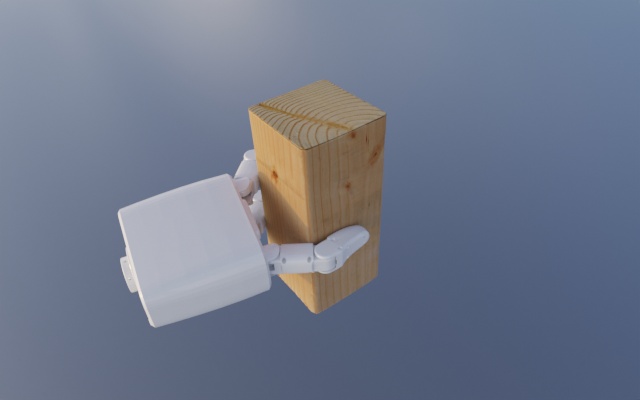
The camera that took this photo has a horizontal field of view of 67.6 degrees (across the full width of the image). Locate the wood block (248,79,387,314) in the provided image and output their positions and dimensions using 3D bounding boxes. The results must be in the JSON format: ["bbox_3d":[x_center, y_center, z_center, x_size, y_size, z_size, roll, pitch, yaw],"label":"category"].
[{"bbox_3d":[0.000,0.002,0.477,0.090,0.206,0.090,-27,46,-26],"label":"wood block"}]
